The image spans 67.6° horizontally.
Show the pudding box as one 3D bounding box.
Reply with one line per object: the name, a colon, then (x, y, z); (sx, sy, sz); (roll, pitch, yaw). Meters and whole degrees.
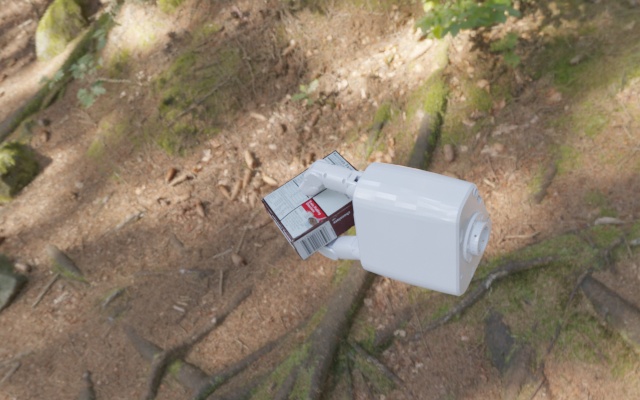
pudding box: (0.000, 0.002, 0.551); (0.113, 0.039, 0.090); (-33, 44, -9)
